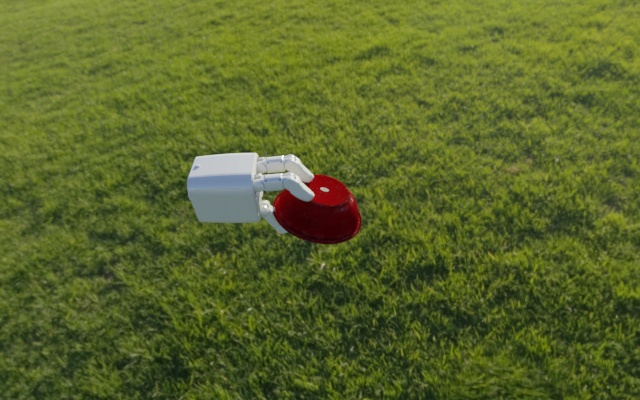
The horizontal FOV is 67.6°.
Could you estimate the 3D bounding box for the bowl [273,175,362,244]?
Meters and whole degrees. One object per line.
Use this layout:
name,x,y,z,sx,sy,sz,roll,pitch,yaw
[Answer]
bowl,0.001,0.002,0.831,0.162,0.055,0.162,10,36,-7
